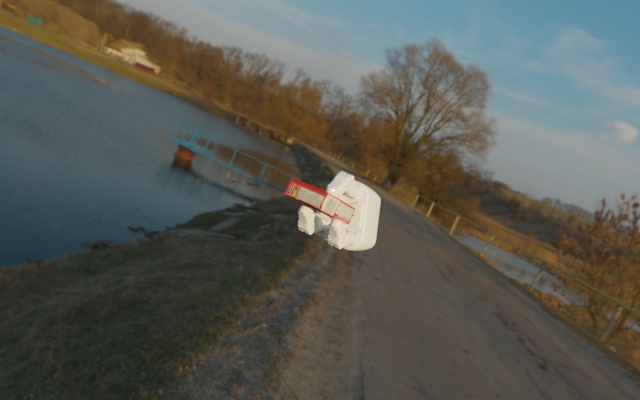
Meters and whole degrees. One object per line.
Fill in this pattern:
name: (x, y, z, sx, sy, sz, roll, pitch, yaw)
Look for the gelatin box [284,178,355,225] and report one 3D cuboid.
gelatin box: (0.000, 0.002, 0.716, 0.073, 0.030, 0.089, 24, -3, 35)
